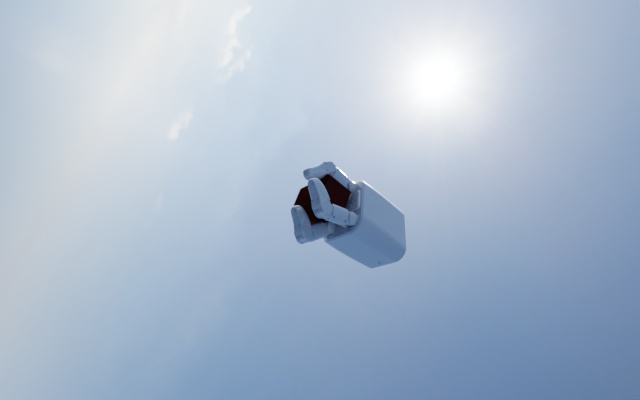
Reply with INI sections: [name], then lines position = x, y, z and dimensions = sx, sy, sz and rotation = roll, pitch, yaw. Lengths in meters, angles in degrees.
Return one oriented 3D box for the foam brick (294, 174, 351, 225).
[foam brick]
position = 0.000, 0.002, 0.770
dimensions = 0.051, 0.053, 0.078
rotation = 37, -36, -22
